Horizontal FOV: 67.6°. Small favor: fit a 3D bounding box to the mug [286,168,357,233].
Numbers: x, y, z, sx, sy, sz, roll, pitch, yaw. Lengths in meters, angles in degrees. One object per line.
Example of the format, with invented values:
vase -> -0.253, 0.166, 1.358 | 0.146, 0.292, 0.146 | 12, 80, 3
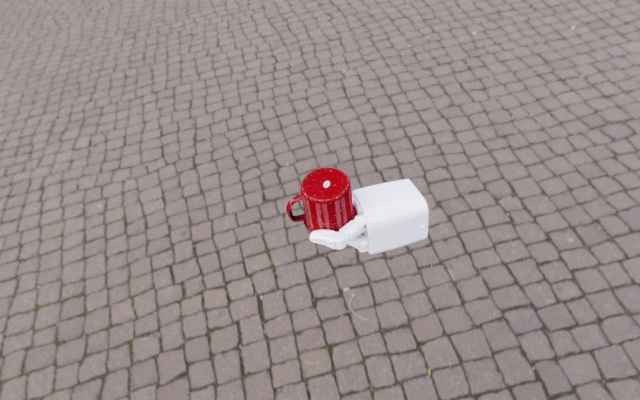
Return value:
mug -> -0.001, 0.003, 0.791 | 0.117, 0.082, 0.093 | -14, 46, -4
